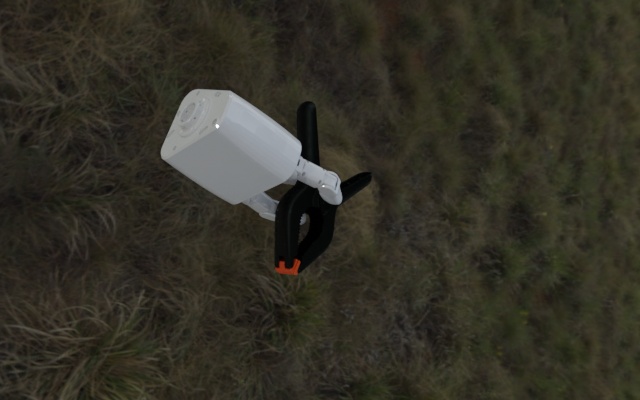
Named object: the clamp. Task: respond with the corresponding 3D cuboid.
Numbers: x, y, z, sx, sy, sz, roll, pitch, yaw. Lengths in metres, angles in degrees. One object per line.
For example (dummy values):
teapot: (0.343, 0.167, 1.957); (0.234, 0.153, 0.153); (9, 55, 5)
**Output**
clamp: (0.000, 0.002, 0.614); (0.036, 0.210, 0.165); (-3, -28, 41)
